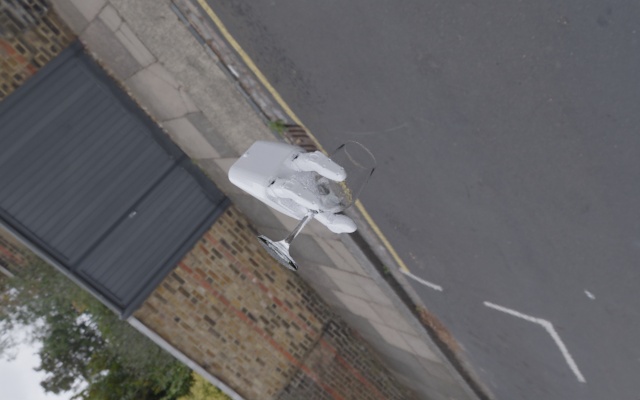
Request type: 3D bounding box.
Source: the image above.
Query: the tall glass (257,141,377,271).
[{"bbox_3d":[0.000,0.003,0.697,0.079,0.201,0.079,35,-19,15],"label":"tall glass"}]
